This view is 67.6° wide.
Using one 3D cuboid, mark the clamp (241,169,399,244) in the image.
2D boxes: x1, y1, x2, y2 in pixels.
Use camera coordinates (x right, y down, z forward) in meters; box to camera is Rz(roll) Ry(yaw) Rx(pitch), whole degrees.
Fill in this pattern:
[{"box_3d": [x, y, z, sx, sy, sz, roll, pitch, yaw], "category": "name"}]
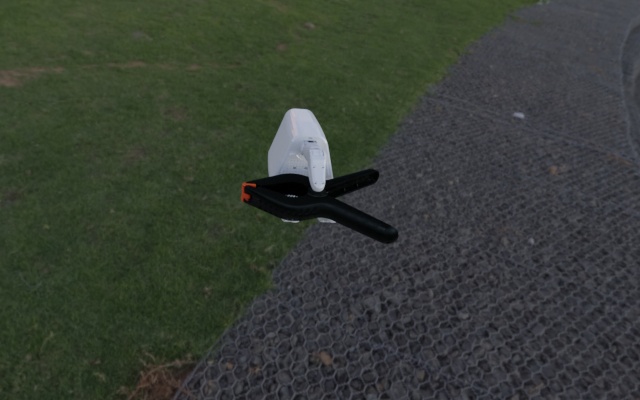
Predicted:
[{"box_3d": [0.000, 0.001, 0.647, 0.210, 0.036, 0.164, 1, 33, -13], "category": "clamp"}]
